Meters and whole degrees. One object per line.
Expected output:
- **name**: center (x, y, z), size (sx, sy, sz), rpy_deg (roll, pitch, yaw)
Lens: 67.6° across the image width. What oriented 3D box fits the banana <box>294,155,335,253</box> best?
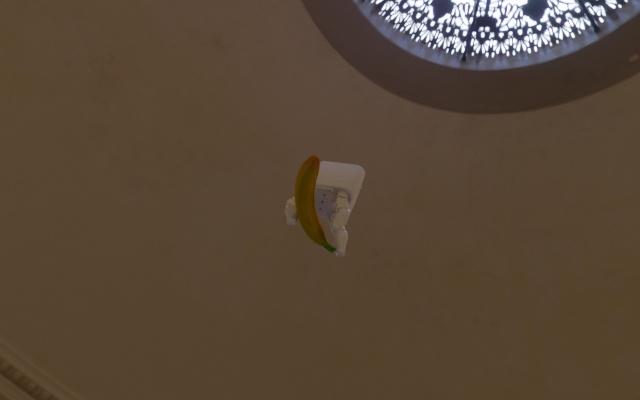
- **banana**: center (-0.016, 0.005, 0.868), size (0.069, 0.198, 0.037), rpy_deg (3, 33, 25)
